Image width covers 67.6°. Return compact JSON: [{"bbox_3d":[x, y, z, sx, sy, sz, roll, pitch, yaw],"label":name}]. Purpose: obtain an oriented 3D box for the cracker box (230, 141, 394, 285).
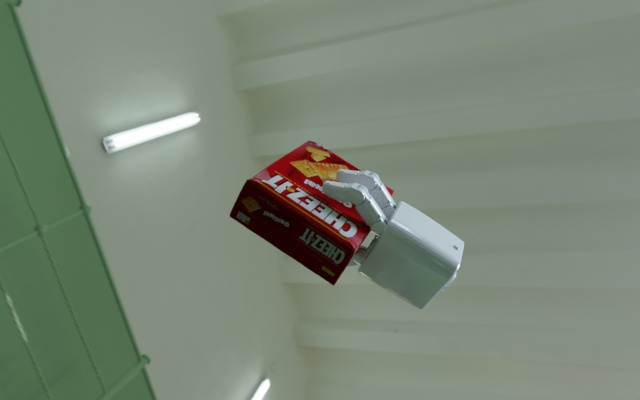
[{"bbox_3d":[0.000,0.002,0.681,0.164,0.072,0.213,32,28,7],"label":"cracker box"}]
